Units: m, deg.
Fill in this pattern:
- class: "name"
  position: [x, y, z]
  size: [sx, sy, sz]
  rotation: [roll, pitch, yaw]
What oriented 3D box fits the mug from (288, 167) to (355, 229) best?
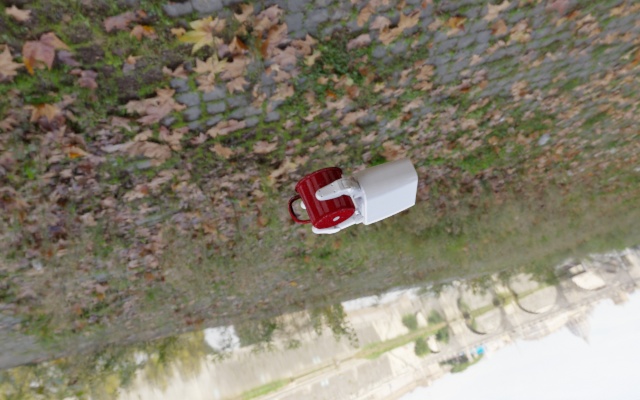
- class: "mug"
  position: [-0.001, 0.003, 0.848]
  size: [0.117, 0.081, 0.093]
  rotation: [-21, -19, -6]
